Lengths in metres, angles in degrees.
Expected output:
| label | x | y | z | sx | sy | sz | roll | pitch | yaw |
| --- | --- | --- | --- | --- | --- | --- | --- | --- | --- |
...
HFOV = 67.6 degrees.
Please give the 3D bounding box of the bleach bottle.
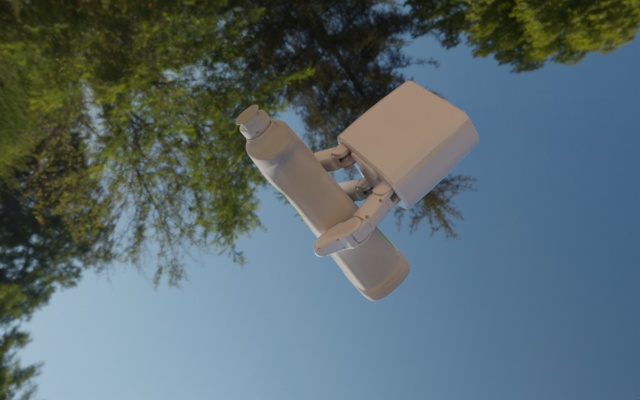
| label | x | y | z | sx | sy | sz | roll | pitch | yaw |
| --- | --- | --- | --- | --- | --- | --- | --- | --- | --- |
| bleach bottle | 0.000 | 0.002 | 0.521 | 0.251 | 0.068 | 0.102 | 50 | -3 | -32 |
